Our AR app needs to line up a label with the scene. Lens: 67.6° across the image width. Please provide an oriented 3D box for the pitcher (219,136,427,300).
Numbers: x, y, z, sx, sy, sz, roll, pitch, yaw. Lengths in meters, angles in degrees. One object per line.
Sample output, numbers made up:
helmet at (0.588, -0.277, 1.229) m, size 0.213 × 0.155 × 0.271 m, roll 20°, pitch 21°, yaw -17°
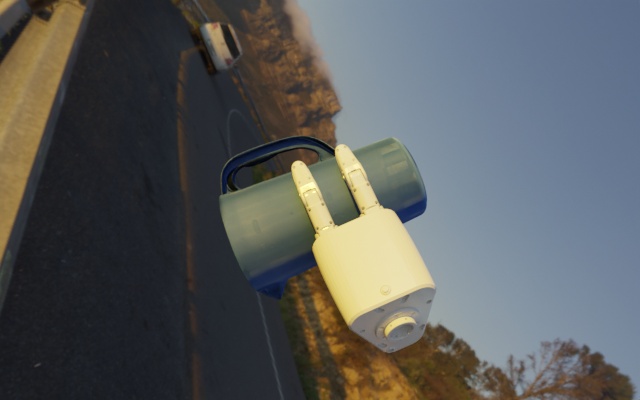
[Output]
pitcher at (0.000, 0.002, 0.606) m, size 0.243 × 0.149 × 0.145 m, roll -23°, pitch 44°, yaw -2°
